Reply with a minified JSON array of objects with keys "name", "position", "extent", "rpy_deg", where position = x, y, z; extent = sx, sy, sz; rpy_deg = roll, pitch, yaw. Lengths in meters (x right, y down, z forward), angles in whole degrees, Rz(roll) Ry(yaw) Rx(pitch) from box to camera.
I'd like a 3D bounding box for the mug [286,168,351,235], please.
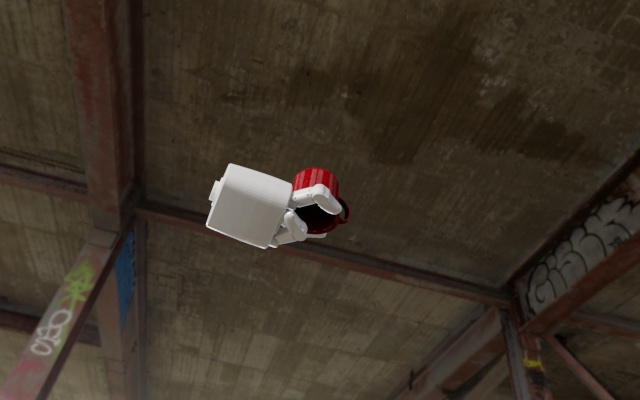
[{"name":"mug","position":[0.001,0.003,0.825],"extent":[0.117,0.081,0.093],"rpy_deg":[21,-45,-15]}]
